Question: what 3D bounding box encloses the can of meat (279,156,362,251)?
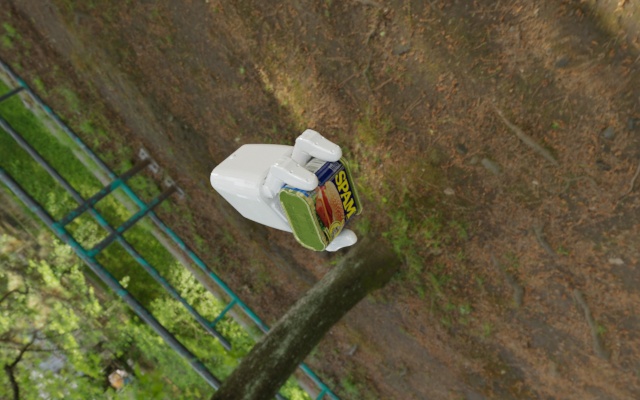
[{"bbox_3d":[0.000,0.002,0.609,0.057,0.102,0.084,14,47,38],"label":"can of meat"}]
